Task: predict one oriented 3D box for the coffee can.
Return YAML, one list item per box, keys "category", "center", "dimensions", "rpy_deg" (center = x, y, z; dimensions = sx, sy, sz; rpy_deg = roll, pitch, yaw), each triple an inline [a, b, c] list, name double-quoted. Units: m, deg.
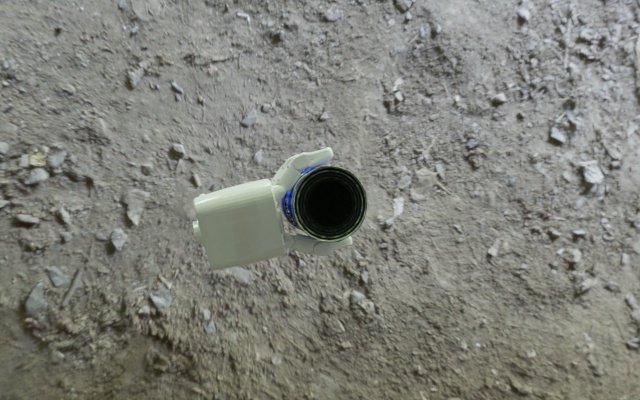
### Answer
- category: "coffee can"
  center: [0.000, 0.002, 0.699]
  dimensions: [0.103, 0.103, 0.140]
  rpy_deg: [0, 2, -11]
